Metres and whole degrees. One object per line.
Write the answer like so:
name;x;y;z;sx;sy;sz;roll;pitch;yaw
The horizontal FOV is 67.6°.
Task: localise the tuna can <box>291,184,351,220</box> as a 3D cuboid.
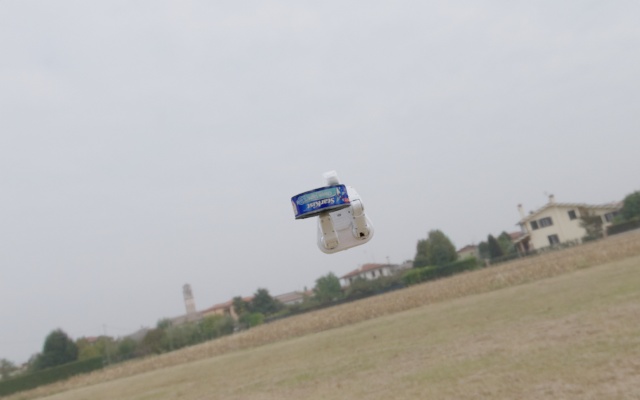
tuna can;0.000;0.002;0.709;0.086;0.033;0.086;-14;-5;-1
